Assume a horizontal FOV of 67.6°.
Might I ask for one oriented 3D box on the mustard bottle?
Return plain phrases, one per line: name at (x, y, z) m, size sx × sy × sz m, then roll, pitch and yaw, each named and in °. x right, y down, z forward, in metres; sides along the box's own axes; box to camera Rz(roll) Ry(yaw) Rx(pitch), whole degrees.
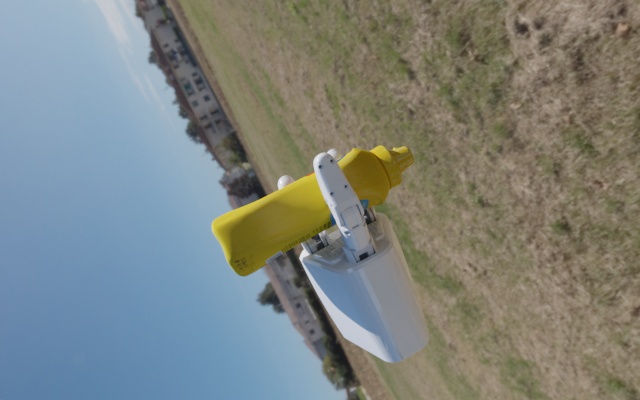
mustard bottle at (0.000, 0.001, 0.438) m, size 0.191 × 0.058 × 0.096 m, roll -27°, pitch -9°, yaw -7°
